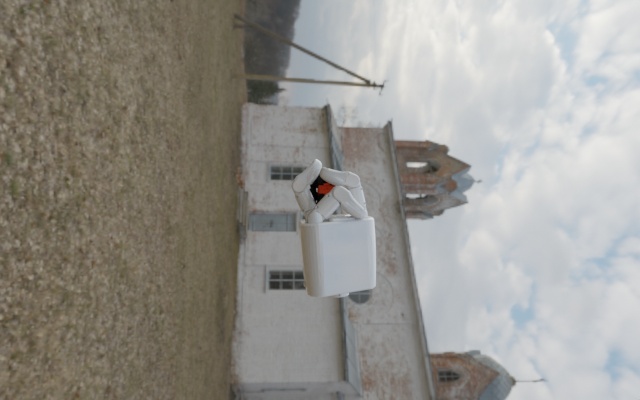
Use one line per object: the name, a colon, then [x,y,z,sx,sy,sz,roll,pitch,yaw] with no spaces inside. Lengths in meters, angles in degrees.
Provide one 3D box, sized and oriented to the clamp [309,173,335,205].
clamp: [0.001,0.002,0.793,0.039,0.120,0.171,-9,3,-5]
